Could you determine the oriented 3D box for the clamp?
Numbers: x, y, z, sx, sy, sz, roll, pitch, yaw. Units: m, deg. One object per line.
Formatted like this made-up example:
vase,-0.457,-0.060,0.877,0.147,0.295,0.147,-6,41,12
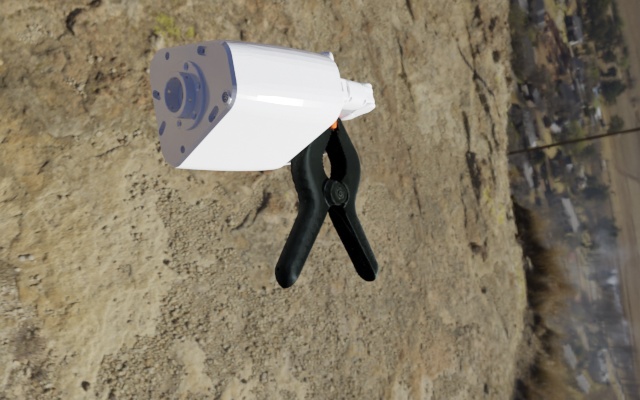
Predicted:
clamp,0.001,0.001,0.446,0.039,0.171,0.120,-12,-4,42
